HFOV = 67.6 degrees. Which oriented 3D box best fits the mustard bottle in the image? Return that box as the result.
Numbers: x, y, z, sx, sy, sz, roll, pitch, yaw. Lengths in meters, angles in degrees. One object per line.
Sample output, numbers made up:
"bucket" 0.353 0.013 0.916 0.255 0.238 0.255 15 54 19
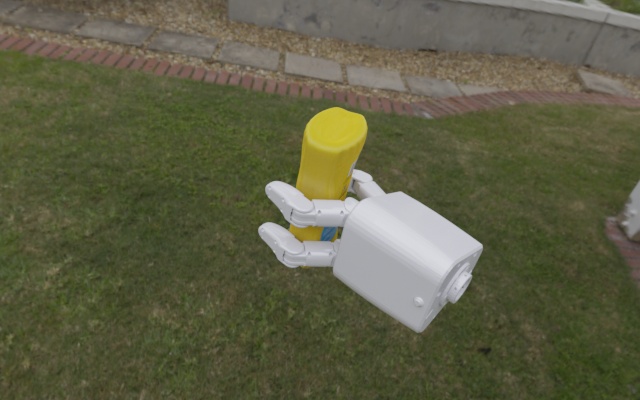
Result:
"mustard bottle" 0.000 0.001 0.523 0.058 0.192 0.096 19 36 8
